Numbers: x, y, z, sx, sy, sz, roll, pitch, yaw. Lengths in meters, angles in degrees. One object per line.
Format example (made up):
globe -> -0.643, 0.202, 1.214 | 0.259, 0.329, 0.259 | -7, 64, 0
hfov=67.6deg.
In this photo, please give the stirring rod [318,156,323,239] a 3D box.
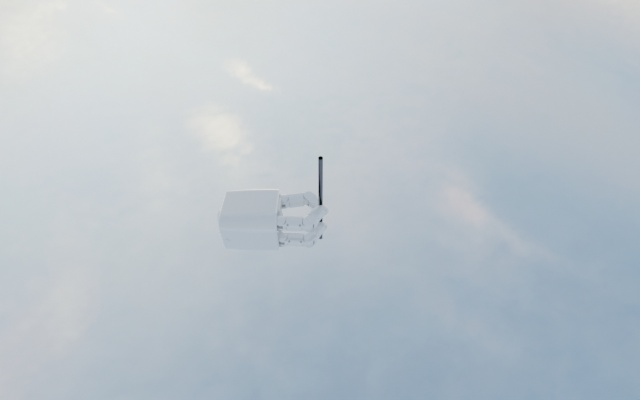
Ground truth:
stirring rod -> 0.000, 0.003, 0.879 | 0.011, 0.011, 0.240 | 0, -37, 0
